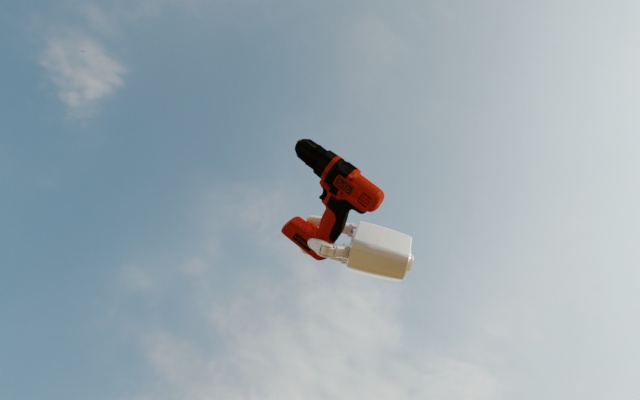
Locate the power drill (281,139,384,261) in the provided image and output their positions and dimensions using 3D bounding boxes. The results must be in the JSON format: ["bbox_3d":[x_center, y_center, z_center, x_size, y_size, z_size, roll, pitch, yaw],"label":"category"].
[{"bbox_3d":[0.000,0.003,0.867,0.184,0.188,0.057,38,33,12],"label":"power drill"}]
